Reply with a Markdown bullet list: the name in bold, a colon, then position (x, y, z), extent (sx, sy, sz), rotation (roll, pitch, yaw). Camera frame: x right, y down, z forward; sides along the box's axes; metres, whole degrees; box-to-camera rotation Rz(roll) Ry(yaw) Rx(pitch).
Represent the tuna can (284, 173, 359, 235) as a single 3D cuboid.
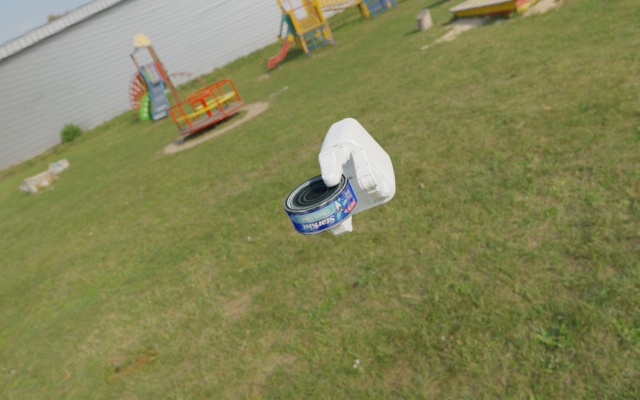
- **tuna can**: position (0.000, 0.001, 0.574), extent (0.086, 0.034, 0.086), rotation (-21, 26, 11)
